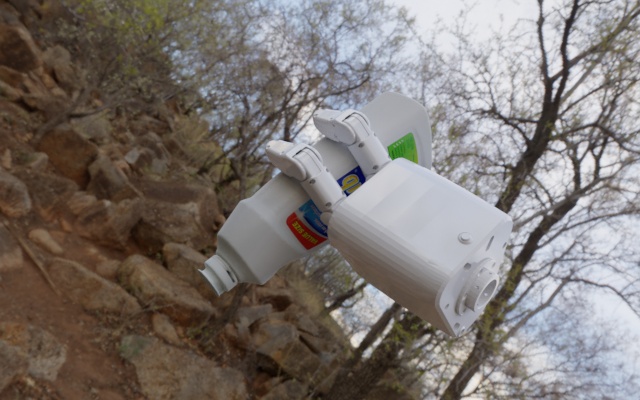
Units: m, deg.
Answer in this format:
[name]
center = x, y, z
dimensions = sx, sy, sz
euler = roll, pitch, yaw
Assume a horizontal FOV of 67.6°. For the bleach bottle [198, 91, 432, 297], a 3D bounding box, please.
[bleach bottle]
center = 0.000, 0.001, 0.443
dimensions = 0.250, 0.103, 0.068
euler = -39, 50, -23
